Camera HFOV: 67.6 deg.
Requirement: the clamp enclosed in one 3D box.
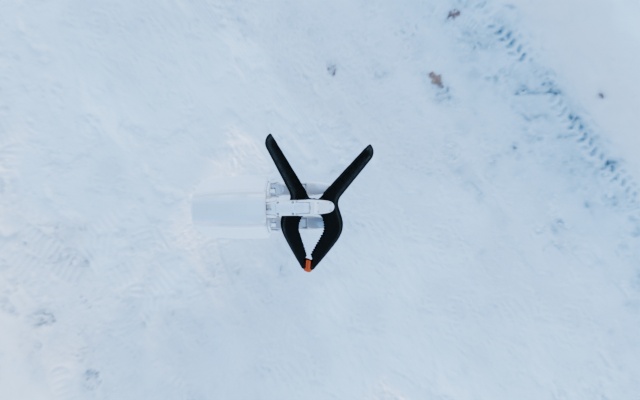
[{"bbox_3d":[0.000,0.003,0.725,0.164,0.210,0.036,-1,2,-2],"label":"clamp"}]
